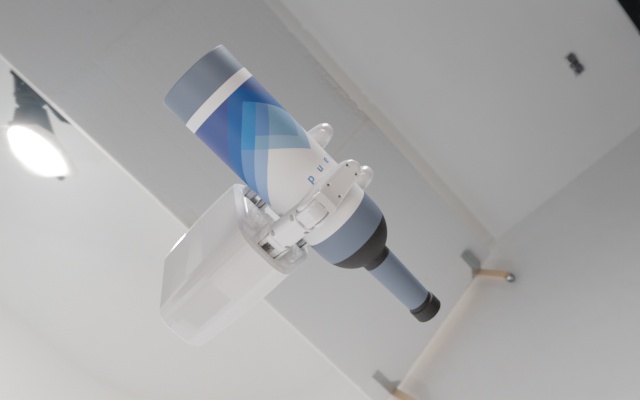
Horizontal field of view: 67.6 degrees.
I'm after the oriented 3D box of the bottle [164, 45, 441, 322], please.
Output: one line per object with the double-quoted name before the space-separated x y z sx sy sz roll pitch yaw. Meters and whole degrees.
"bottle" 0.000 0.001 0.412 0.296 0.069 0.069 45 -13 -13
